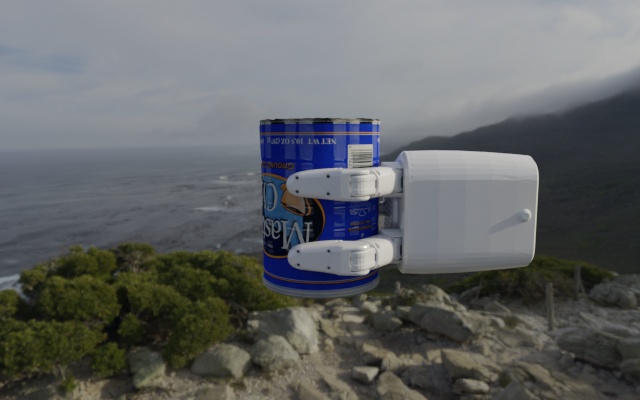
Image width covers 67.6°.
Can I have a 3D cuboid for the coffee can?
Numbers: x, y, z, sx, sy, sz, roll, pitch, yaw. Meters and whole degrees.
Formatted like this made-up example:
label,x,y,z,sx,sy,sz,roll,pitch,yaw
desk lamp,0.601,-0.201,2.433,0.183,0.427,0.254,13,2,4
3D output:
label,x,y,z,sx,sy,sz,roll,pitch,yaw
coffee can,0.000,0.001,0.413,0.103,0.140,0.103,0,8,0
